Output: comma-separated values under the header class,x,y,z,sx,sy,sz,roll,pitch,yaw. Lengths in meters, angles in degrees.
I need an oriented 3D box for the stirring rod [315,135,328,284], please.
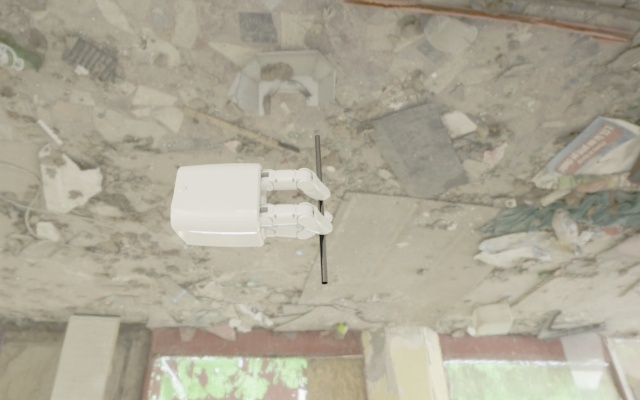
class,x,y,z,sx,sy,sz,roll,pitch,yaw
stirring rod,0.000,0.002,0.650,0.011,0.239,0.011,-2,-35,-1
